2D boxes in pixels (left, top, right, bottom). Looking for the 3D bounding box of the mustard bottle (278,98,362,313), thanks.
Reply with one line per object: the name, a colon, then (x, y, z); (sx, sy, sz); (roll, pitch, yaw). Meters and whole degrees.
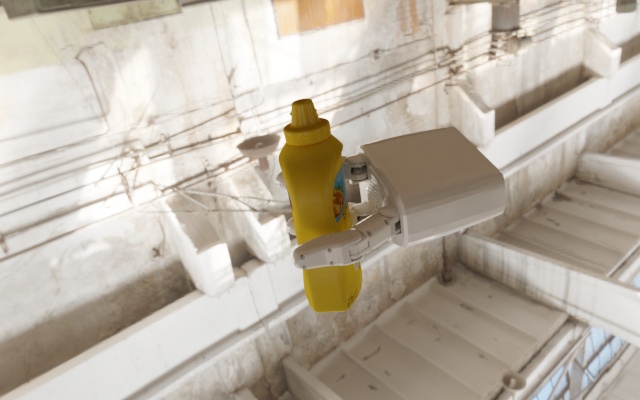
mustard bottle: (0.000, 0.002, 0.442); (0.058, 0.192, 0.096); (-5, 26, 11)
